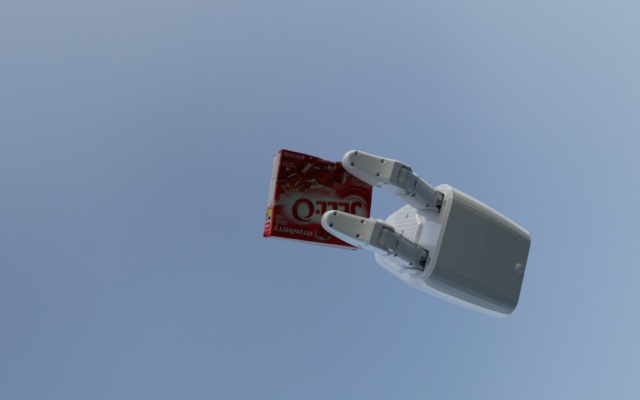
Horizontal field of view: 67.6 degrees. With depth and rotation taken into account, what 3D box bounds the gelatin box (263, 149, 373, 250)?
[{"bbox_3d":[0.000,0.001,0.410,0.089,0.073,0.030,10,-10,-19],"label":"gelatin box"}]
